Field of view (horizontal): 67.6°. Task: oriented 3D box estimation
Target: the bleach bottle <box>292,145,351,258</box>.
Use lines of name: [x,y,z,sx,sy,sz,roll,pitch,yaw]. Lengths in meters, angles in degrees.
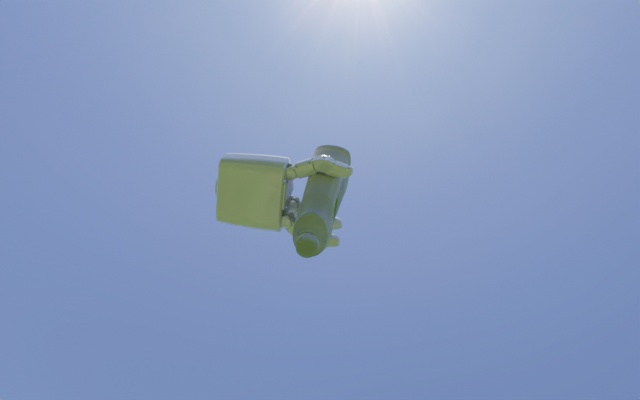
bleach bottle: [0.000,0.002,0.736,0.068,0.103,0.250,8,27,6]
